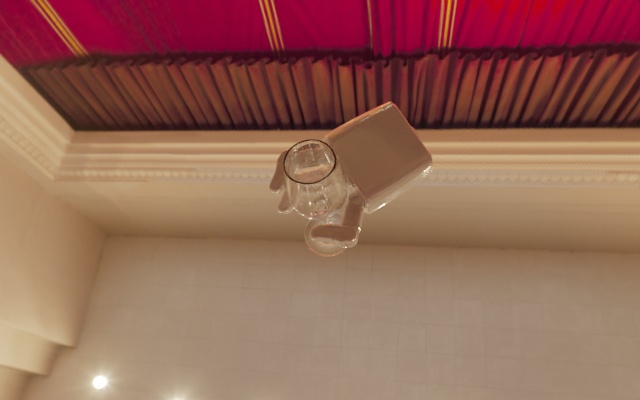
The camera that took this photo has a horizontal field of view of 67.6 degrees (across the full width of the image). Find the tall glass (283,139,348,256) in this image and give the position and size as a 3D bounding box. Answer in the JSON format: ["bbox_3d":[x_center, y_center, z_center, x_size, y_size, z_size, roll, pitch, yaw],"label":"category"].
[{"bbox_3d":[0.000,0.003,0.631,0.079,0.079,0.201,0,-28,9],"label":"tall glass"}]
